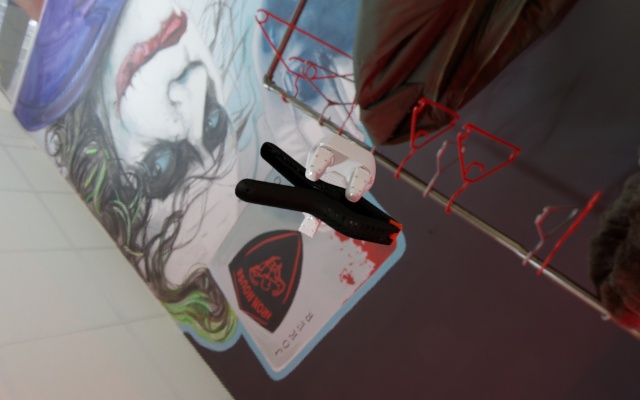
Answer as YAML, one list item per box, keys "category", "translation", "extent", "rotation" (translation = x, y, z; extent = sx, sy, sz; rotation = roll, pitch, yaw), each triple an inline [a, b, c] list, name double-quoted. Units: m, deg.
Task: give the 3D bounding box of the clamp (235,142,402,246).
- category: "clamp"
  translation: [0.000, 0.003, 0.575]
  extent: [0.210, 0.036, 0.164]
  rotation: [29, 23, -1]
